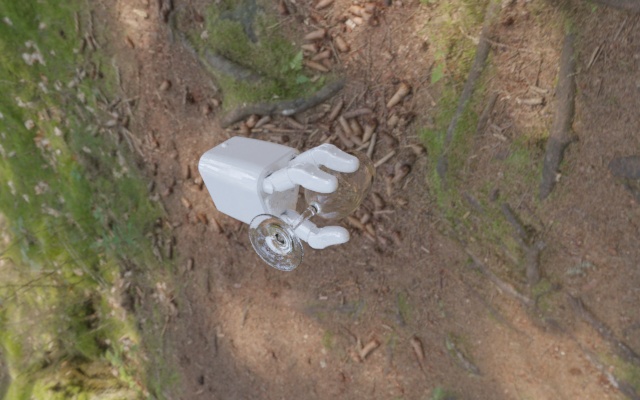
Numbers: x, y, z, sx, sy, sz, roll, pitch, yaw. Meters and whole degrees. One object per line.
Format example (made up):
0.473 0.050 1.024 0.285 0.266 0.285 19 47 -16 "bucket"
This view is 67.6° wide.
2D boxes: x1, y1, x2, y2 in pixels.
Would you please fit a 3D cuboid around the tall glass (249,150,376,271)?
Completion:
0.000 0.002 0.605 0.079 0.079 0.201 0 27 36 "tall glass"
